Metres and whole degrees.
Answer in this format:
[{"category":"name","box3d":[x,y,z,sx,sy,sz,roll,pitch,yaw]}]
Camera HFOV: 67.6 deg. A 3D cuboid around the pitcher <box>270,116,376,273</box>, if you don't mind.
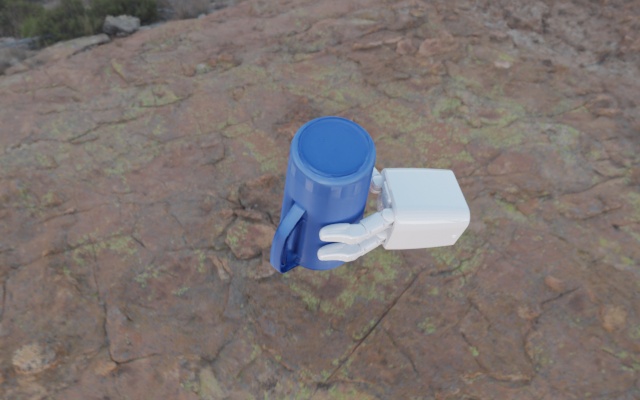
[{"category":"pitcher","box3d":[0.000,0.002,0.685,0.145,0.149,0.243,0,-31,-6]}]
